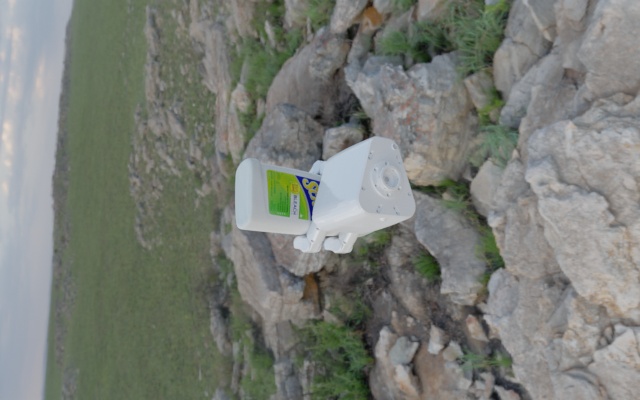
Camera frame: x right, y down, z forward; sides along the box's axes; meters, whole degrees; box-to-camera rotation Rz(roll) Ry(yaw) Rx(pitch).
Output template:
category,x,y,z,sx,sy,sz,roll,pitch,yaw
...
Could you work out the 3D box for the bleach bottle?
category,x,y,z,sx,sy,sz,roll,pitch,yaw
bleach bottle,0.000,0.002,0.725,0.251,0.102,0.068,5,-16,-29
